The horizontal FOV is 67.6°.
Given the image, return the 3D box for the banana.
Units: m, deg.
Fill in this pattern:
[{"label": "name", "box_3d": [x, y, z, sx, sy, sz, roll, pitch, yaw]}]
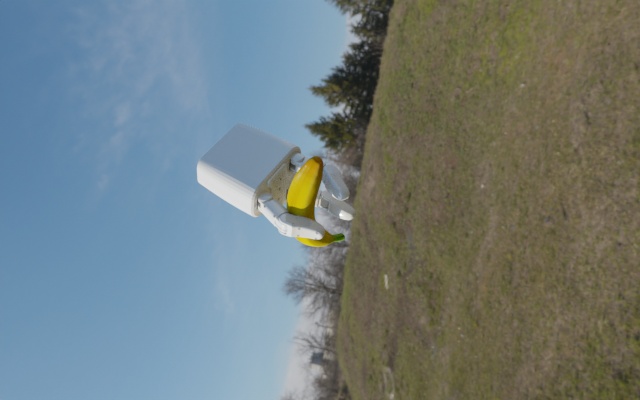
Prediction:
[{"label": "banana", "box_3d": [-0.014, 0.015, 0.647, 0.069, 0.037, 0.198, -35, -32, -12]}]
